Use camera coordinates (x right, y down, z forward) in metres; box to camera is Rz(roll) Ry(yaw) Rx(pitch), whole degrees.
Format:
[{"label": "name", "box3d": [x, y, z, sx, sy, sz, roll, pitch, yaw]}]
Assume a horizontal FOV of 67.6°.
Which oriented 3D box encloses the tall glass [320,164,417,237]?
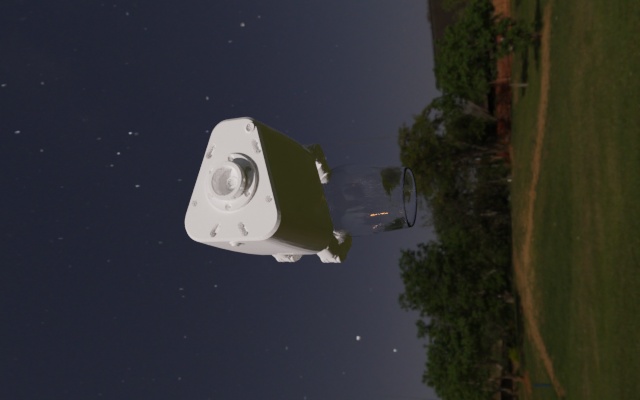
[{"label": "tall glass", "box3d": [0.000, 0.002, 0.524, 0.201, 0.079, 0.079, -3, -1, 23]}]
